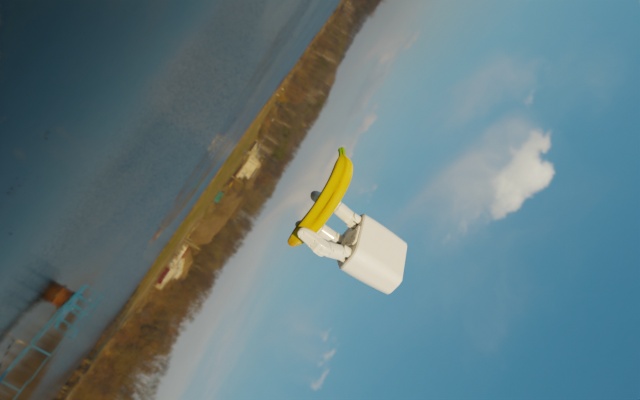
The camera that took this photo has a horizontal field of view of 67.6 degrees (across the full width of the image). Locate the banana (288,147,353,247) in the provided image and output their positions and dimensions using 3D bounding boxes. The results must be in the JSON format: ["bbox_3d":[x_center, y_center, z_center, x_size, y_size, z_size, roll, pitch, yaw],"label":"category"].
[{"bbox_3d":[0.006,0.003,0.819,0.037,0.198,0.069,30,3,-16],"label":"banana"}]
